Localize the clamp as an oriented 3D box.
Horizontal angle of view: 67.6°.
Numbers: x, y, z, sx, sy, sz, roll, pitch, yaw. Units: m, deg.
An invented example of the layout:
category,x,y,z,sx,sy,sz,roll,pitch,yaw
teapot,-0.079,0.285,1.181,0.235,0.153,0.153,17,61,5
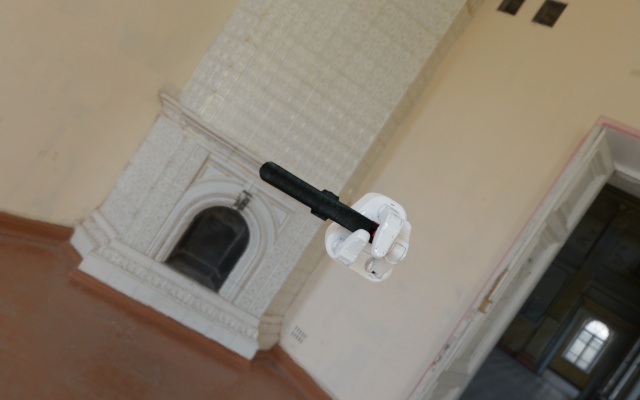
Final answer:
category,x,y,z,sx,sy,sz,roll,pitch,yaw
clamp,0.001,0.002,0.612,0.171,0.039,0.120,33,5,-6
